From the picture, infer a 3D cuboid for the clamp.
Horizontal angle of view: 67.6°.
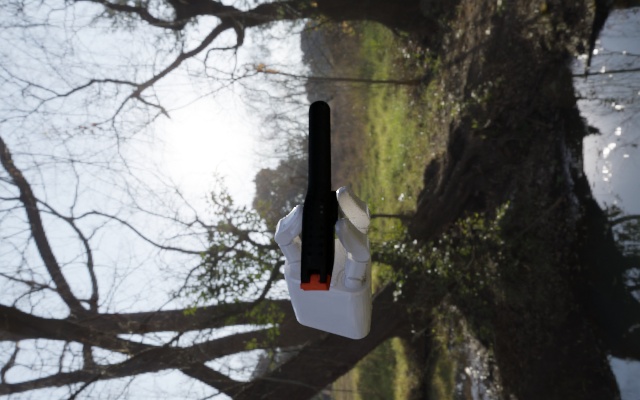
[{"bbox_3d":[-0.001,0.002,0.533,0.036,0.165,0.209,-2,41,9],"label":"clamp"}]
